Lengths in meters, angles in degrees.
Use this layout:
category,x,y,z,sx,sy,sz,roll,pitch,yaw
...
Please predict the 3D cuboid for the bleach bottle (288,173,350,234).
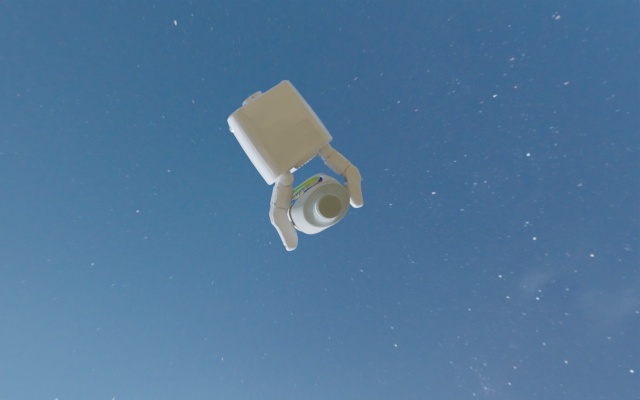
category,x,y,z,sx,sy,sz,roll,pitch,yaw
bleach bottle,0.000,0.002,0.683,0.102,0.068,0.251,-36,5,-7
